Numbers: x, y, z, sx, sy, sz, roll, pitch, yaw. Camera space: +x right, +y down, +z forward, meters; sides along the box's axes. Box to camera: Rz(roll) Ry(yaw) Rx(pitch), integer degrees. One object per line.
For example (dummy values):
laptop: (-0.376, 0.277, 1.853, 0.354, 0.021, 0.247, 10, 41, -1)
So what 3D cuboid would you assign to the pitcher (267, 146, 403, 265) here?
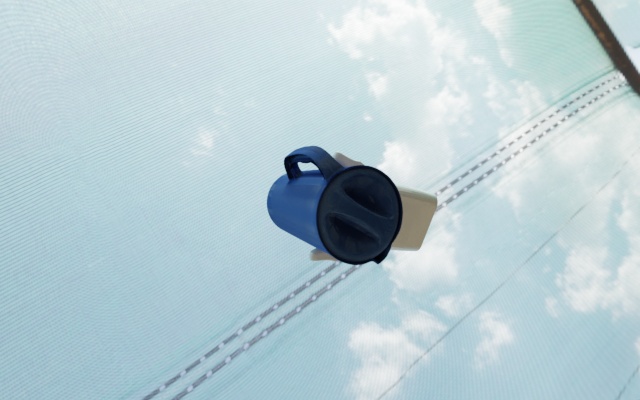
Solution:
pitcher: (0.000, 0.002, 0.730, 0.145, 0.149, 0.243, 8, 1, -26)
